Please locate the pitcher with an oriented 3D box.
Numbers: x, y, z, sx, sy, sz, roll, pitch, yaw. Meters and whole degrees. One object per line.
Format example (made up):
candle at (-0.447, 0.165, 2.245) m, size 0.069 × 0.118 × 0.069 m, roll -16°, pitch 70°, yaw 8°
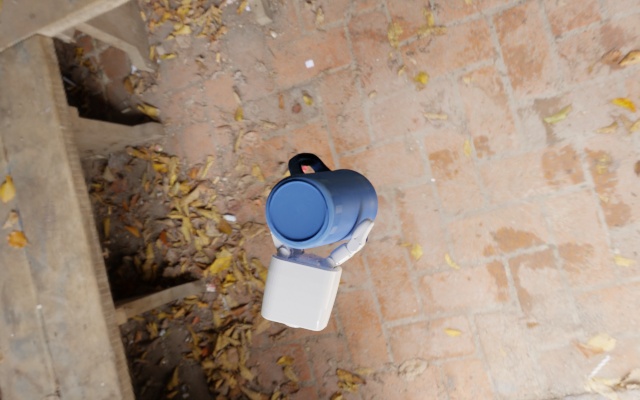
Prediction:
pitcher at (0.000, 0.003, 0.787) m, size 0.149 × 0.145 × 0.243 m, roll 16°, pitch 7°, yaw 17°
